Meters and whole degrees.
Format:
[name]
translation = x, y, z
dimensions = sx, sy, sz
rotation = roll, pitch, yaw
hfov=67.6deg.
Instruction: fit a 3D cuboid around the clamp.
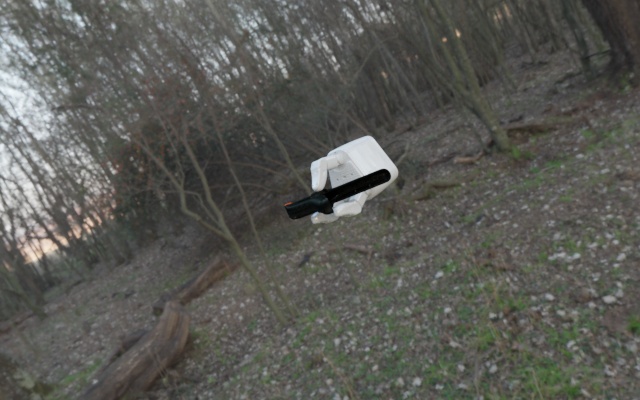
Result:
[clamp]
translation = 0.000, 0.002, 0.823
dimensions = 0.210, 0.036, 0.164
rotation = -18, 6, 42
